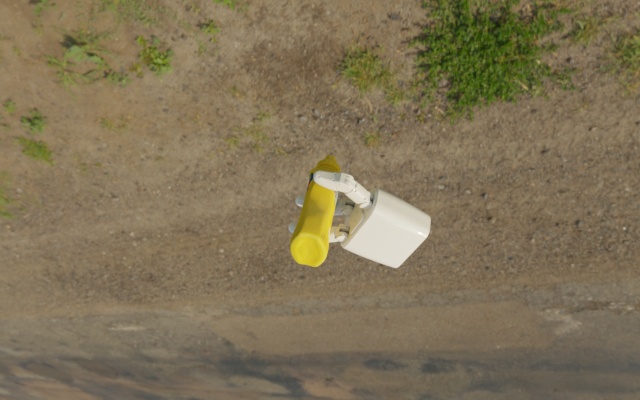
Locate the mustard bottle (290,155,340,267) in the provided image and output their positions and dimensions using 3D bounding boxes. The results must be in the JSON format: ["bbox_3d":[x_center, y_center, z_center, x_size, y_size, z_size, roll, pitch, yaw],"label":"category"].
[{"bbox_3d":[0.000,0.003,0.768,0.058,0.191,0.096,11,-35,5],"label":"mustard bottle"}]
